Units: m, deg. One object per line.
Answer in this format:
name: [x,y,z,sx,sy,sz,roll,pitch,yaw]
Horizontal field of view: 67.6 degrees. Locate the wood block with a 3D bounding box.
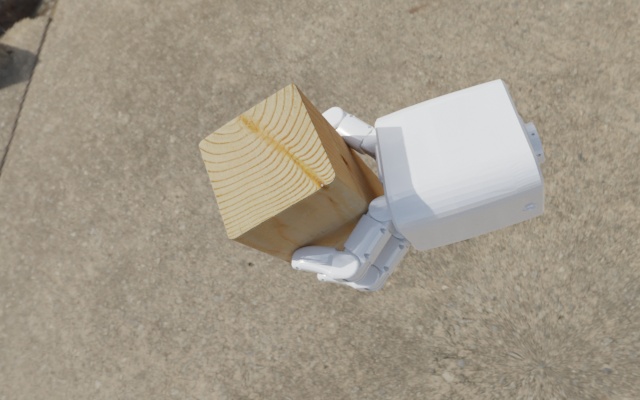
wood block: [0.000,0.001,0.424,0.090,0.090,0.206,-30,-27,13]
